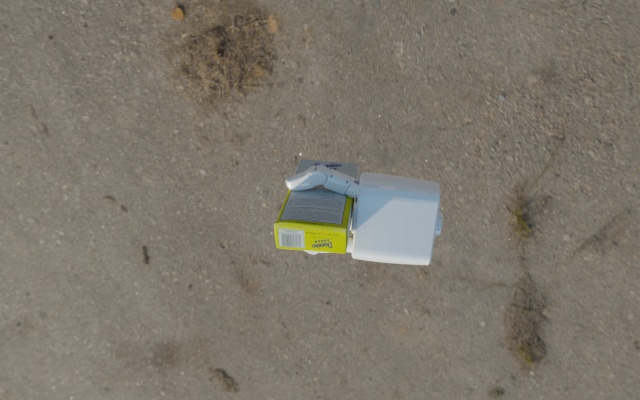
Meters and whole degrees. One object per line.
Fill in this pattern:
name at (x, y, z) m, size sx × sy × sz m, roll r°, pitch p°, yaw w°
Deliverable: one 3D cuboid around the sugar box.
sugar box at (0.000, 0.003, 0.666) m, size 0.093 × 0.048 × 0.176 m, roll 5°, pitch 30°, yaw 8°
